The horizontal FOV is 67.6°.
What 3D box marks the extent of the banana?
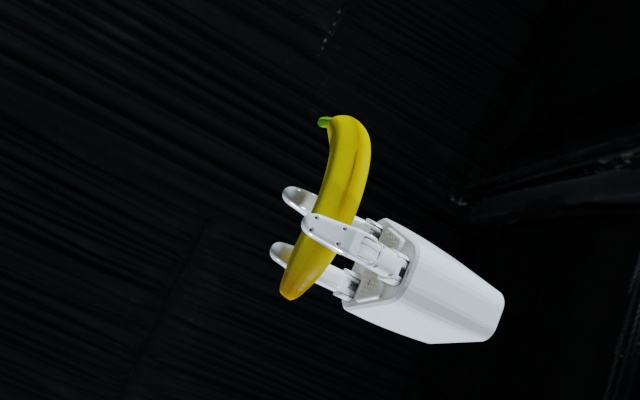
[{"bbox_3d":[0.011,-0.008,0.423,0.037,0.197,0.070,28,-35,-22],"label":"banana"}]
